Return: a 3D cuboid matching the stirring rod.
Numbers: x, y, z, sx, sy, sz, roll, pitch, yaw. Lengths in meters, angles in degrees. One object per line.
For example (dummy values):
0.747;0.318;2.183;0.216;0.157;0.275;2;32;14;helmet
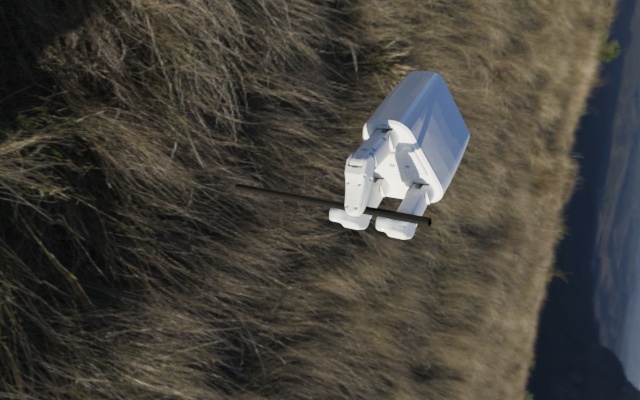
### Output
0.000;0.002;0.495;0.239;0.011;0.011;10;6;34;stirring rod
